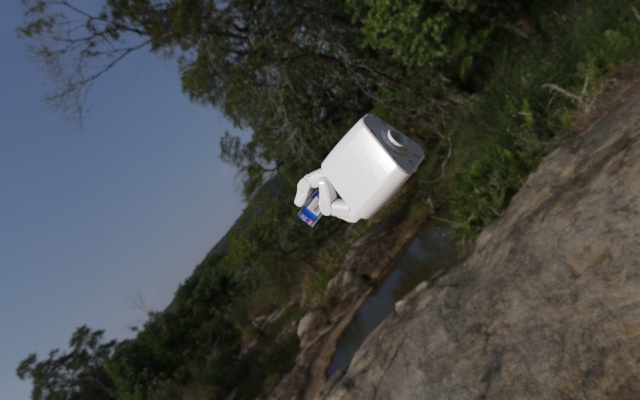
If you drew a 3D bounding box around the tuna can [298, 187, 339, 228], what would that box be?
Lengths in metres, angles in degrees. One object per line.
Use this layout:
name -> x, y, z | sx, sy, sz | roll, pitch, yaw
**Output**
tuna can -> 0.000, 0.002, 0.806 | 0.034, 0.086, 0.086 | 38, 1, 1
